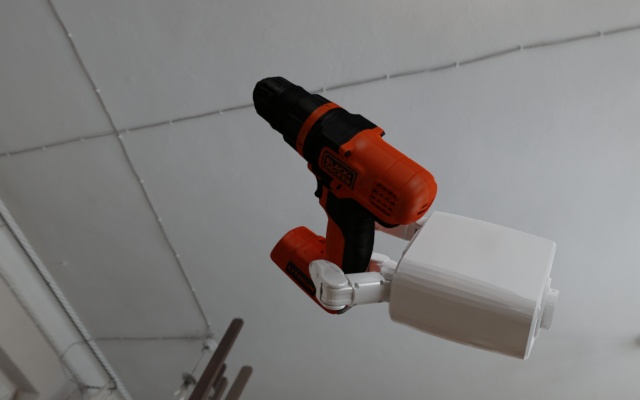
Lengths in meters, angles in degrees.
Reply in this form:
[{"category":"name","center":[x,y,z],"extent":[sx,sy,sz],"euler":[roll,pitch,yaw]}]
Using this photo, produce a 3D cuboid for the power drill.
[{"category":"power drill","center":[0.000,0.002,0.429],"extent":[0.057,0.188,0.184],"euler":[-30,58,-34]}]
